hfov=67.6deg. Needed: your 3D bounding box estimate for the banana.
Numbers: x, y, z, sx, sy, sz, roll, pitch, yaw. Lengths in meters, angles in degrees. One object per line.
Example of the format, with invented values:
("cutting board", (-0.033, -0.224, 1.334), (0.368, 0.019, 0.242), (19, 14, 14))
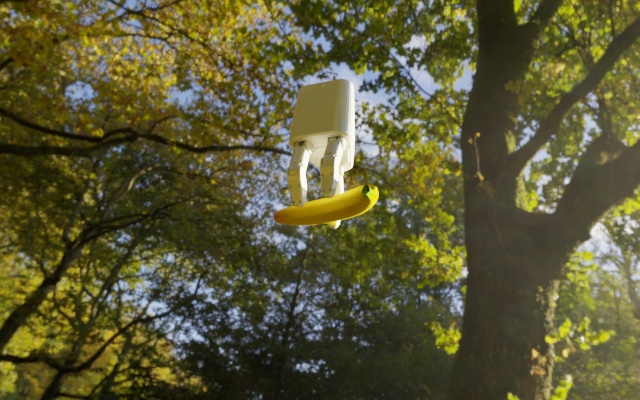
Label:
("banana", (0.016, 0.007, 0.699), (0.070, 0.037, 0.198), (22, -29, -39))
